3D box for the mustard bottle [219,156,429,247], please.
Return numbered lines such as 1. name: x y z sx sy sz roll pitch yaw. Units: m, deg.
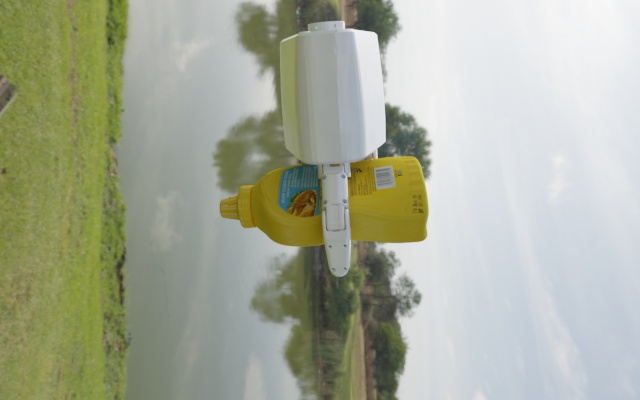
1. mustard bottle: 0.000 0.002 0.451 0.191 0.058 0.096 -3 40 4
